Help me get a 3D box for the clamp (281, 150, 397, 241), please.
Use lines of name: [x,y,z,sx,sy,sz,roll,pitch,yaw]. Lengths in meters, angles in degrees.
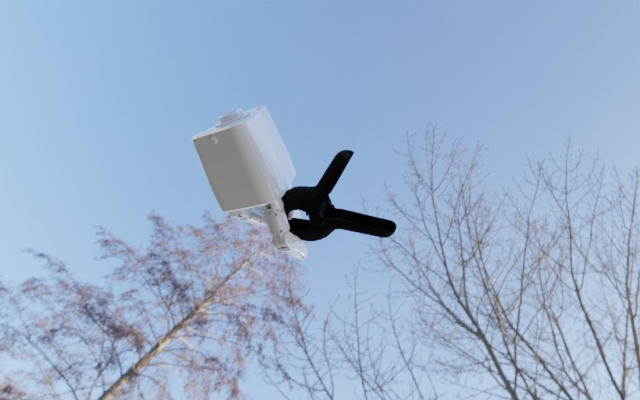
clamp: [0.000,0.002,0.600,0.171,0.120,0.039,-10,21,31]
